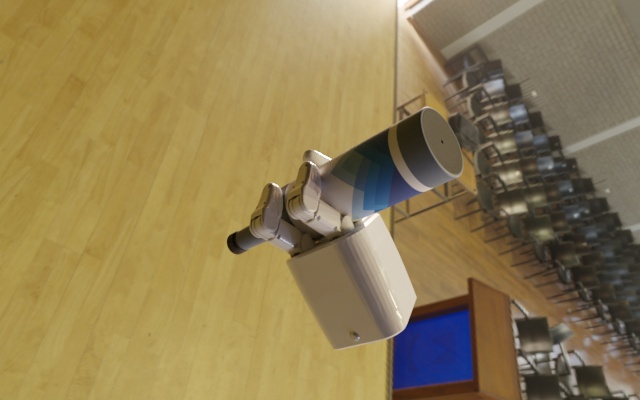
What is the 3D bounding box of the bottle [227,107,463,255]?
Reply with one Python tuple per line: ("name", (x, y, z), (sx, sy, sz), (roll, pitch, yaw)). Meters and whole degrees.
("bottle", (0.000, 0.001, 0.497), (0.296, 0.069, 0.069), (-26, -17, 37))
